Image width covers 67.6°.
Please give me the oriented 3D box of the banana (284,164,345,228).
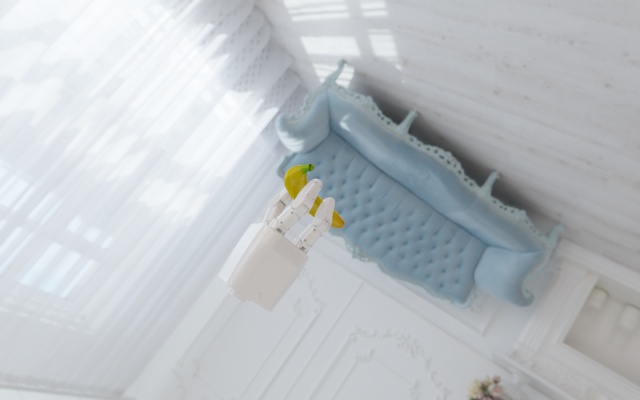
[{"bbox_3d":[-0.016,-0.005,0.805,0.069,0.037,0.198,22,-19,29],"label":"banana"}]
